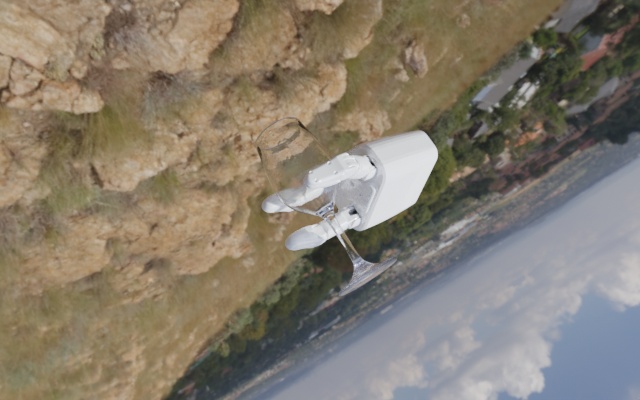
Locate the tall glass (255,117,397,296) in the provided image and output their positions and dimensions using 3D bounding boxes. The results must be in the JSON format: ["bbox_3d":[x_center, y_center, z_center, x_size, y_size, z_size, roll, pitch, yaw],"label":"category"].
[{"bbox_3d":[0.000,0.002,0.539,0.079,0.201,0.079,-30,-16,-10],"label":"tall glass"}]
